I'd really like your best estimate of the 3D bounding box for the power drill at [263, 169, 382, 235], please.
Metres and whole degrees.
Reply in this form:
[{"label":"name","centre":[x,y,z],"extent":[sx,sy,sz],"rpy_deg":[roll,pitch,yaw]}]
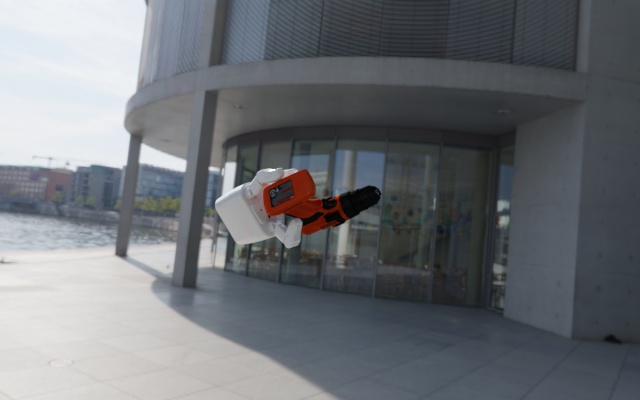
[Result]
[{"label":"power drill","centre":[0.000,0.003,0.877],"extent":[0.184,0.057,0.188],"rpy_deg":[-26,-28,23]}]
